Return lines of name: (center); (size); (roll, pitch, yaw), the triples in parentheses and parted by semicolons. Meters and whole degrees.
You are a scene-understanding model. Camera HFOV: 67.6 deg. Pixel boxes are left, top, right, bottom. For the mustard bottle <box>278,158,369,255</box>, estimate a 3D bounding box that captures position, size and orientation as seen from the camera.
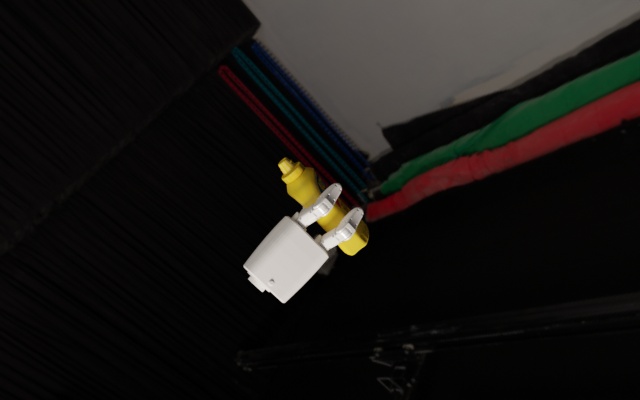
mustard bottle: (0.001, 0.003, 0.802); (0.058, 0.192, 0.096); (-40, 18, 13)
